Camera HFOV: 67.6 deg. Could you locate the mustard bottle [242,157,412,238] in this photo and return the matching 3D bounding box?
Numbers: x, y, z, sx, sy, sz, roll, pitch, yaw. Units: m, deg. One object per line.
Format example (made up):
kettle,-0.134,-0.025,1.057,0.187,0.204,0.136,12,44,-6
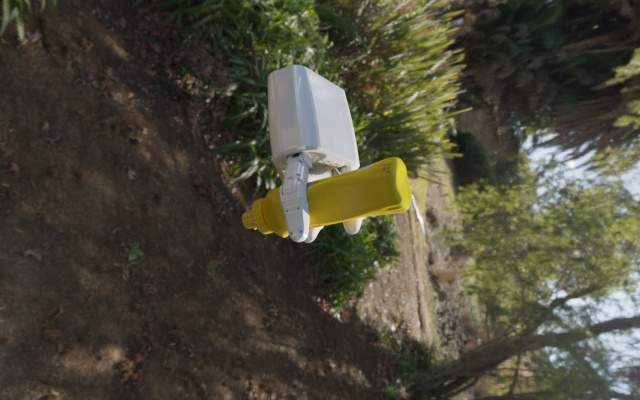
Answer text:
mustard bottle,0.000,0.002,0.529,0.191,0.058,0.096,-13,6,18
